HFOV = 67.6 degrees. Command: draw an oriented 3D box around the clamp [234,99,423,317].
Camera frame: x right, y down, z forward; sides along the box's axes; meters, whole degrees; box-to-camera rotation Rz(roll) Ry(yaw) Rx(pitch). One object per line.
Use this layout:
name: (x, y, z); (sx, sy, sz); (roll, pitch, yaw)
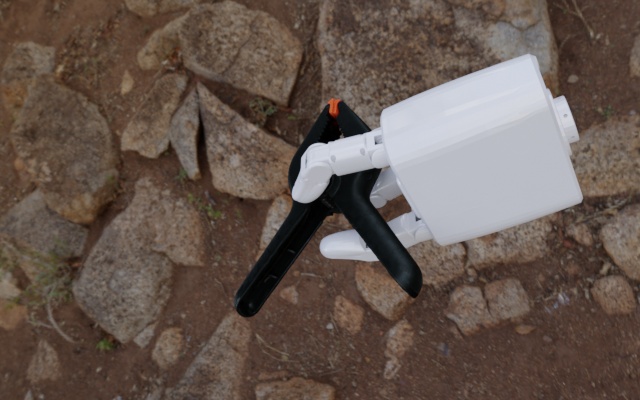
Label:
clamp: (0.000, 0.000, 0.411); (0.164, 0.209, 0.036); (-20, -40, 26)
